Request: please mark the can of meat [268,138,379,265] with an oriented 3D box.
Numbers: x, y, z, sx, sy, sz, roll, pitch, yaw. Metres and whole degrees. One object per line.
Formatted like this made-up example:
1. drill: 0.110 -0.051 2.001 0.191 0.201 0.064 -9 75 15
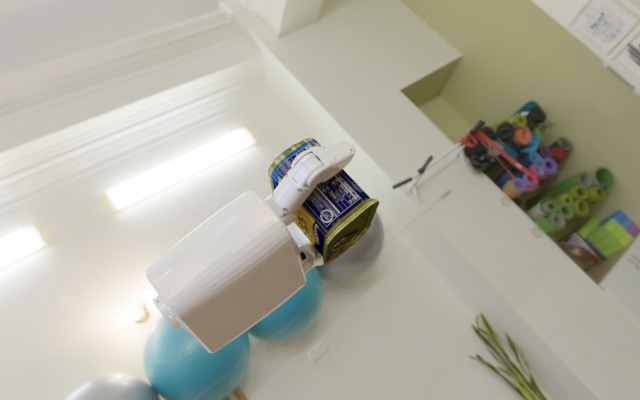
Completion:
1. can of meat: 0.000 0.001 0.433 0.057 0.084 0.102 -38 -15 -14
